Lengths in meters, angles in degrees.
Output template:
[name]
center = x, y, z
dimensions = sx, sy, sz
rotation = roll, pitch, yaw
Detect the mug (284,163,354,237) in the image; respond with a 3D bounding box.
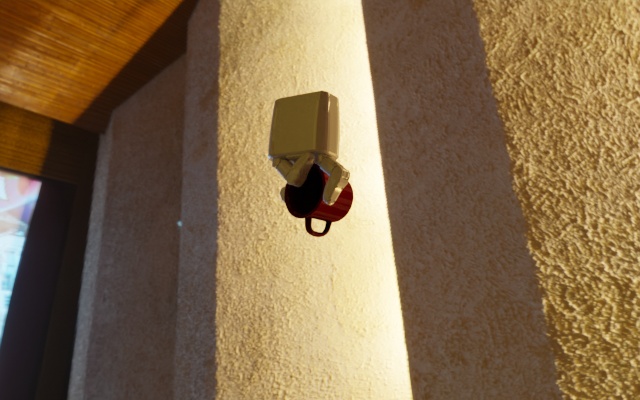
[mug]
center = 0.000, 0.004, 0.790
dimensions = 0.093, 0.117, 0.081
rotation = -10, -18, 42
